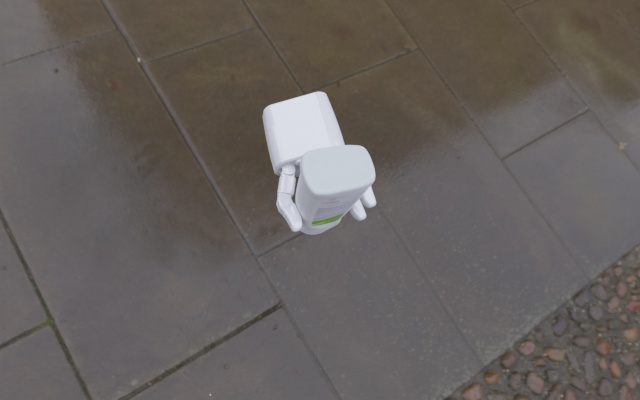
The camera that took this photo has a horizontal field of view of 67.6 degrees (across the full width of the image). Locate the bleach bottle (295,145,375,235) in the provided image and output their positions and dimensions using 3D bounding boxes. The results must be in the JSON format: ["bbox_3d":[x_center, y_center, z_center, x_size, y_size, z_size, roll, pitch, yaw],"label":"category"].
[{"bbox_3d":[0.000,0.002,0.734,0.102,0.068,0.251,-10,-19,-17],"label":"bleach bottle"}]
